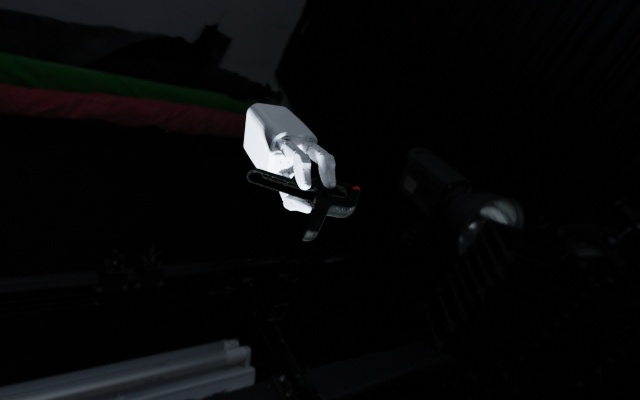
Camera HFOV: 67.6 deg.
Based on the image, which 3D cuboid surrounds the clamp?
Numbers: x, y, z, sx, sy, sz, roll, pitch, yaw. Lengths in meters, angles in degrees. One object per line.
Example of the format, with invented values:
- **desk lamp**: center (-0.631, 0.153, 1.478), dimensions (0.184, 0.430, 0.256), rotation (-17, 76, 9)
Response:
- **clamp**: center (0.000, 0.003, 0.793), dimensions (0.210, 0.036, 0.164), rotation (-1, 40, -42)
